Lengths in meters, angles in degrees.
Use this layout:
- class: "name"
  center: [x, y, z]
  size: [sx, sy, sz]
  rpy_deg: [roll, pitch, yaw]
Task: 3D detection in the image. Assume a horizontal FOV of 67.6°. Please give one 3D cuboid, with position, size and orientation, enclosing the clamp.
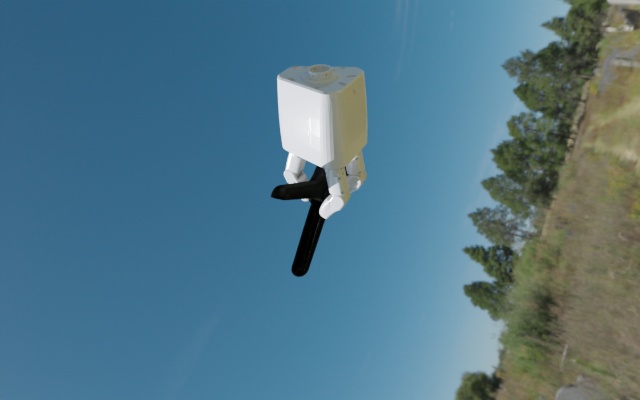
- class: "clamp"
  center: [0.000, 0.002, 0.720]
  size: [0.036, 0.165, 0.210]
  rpy_deg: [15, 40, 26]
